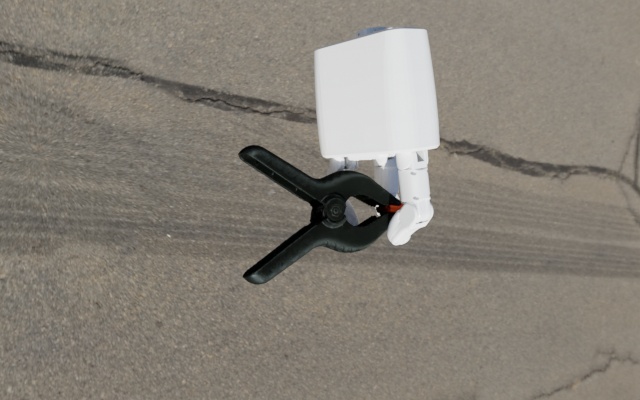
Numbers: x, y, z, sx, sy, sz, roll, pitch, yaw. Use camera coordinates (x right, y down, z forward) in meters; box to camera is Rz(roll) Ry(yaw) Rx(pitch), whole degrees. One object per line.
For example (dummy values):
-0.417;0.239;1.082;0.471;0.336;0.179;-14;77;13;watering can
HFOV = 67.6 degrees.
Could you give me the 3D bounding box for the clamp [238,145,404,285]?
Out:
0.001;0.002;0.446;0.171;0.120;0.039;-11;8;-30;clamp
